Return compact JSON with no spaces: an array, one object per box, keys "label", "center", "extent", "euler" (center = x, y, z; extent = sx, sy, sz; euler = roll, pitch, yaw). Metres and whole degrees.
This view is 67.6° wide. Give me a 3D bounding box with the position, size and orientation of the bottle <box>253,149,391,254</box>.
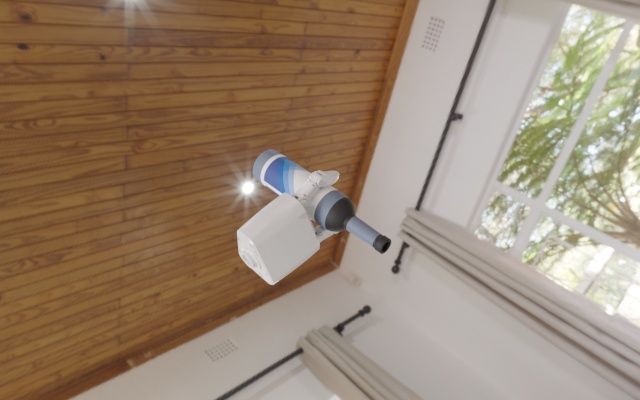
[{"label":"bottle","center":[0.000,0.003,0.826],"extent":[0.295,0.069,0.069],"euler":[34,20,32]}]
